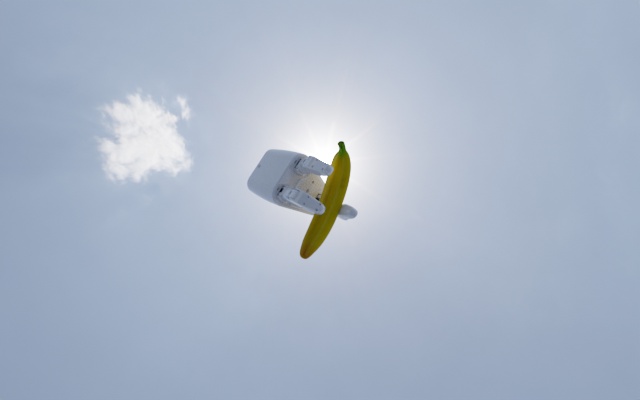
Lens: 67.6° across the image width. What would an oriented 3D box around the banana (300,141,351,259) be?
[{"bbox_3d":[0.011,0.000,0.777,0.037,0.198,0.069,22,10,31],"label":"banana"}]
